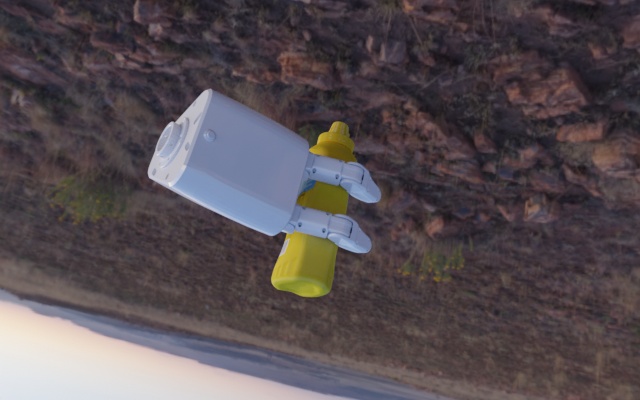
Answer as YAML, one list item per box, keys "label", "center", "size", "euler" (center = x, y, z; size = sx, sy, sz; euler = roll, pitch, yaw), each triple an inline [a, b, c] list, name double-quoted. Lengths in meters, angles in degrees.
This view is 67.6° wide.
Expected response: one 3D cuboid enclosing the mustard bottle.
- label: "mustard bottle"
  center: [0.000, 0.002, 0.507]
  size: [0.058, 0.191, 0.096]
  euler: [17, -20, -9]
